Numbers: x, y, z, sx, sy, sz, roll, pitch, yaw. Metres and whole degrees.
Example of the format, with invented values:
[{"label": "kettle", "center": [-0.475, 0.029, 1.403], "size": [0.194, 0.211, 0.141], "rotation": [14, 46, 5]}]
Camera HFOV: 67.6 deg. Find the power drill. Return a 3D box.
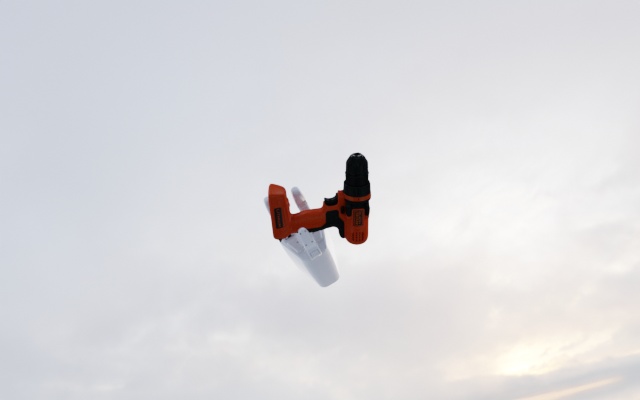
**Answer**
[{"label": "power drill", "center": [0.000, 0.003, 0.878], "size": [0.187, 0.184, 0.057], "rotation": [-3, 26, 0]}]
